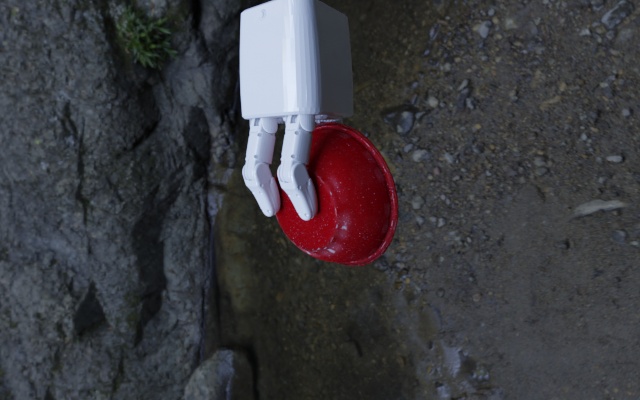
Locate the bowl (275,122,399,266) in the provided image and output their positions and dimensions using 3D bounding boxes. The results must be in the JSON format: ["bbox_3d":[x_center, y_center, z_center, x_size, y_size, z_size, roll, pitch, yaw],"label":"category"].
[{"bbox_3d":[0.000,0.003,0.502,0.162,0.162,0.055,0,15,44],"label":"bowl"}]
